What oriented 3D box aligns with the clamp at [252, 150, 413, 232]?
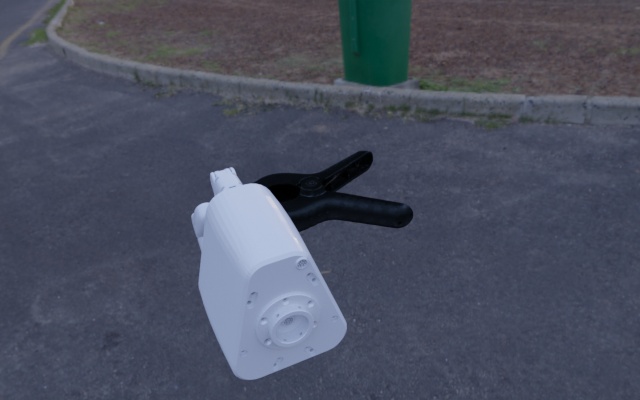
[{"bbox_3d":[0.000,0.001,0.460,0.171,0.039,0.120,-17,33,-17],"label":"clamp"}]
